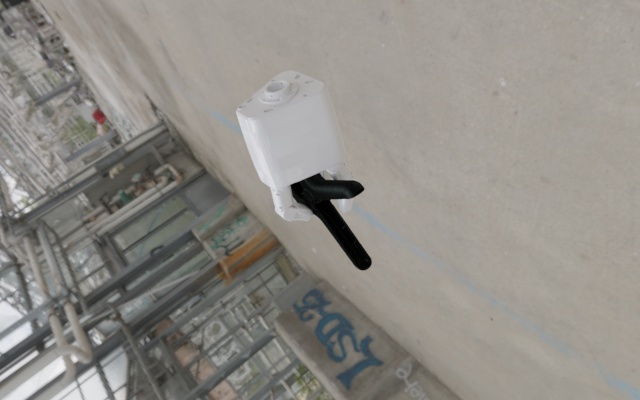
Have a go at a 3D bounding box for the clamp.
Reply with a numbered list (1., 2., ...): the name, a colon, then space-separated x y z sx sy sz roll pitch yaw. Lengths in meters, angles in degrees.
1. clamp: -0.001 0.002 0.685 0.036 0.165 0.210 -33 43 -21
